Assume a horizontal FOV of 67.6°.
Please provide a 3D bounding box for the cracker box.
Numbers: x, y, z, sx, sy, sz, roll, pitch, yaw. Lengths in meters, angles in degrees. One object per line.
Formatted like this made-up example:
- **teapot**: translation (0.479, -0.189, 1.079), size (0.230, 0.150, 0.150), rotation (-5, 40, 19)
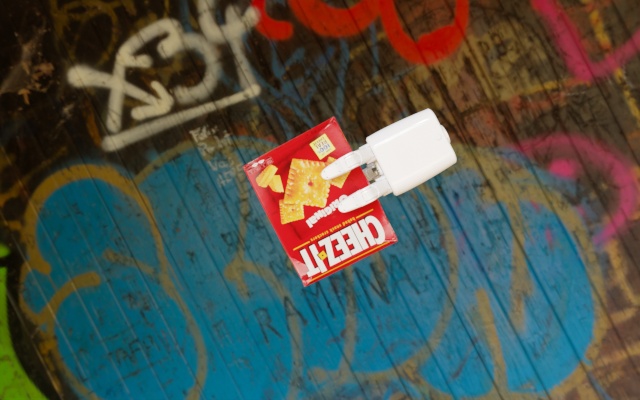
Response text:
- **cracker box**: translation (0.000, 0.002, 0.750), size (0.164, 0.213, 0.072), rotation (-27, 0, 6)
